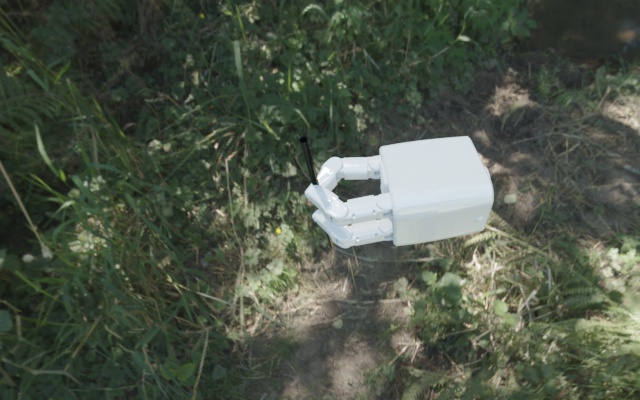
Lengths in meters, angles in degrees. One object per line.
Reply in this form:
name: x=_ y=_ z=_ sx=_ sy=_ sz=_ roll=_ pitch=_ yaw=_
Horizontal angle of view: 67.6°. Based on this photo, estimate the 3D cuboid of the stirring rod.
stirring rod: x=0.000 y=0.002 z=0.570 sx=0.011 sy=0.011 sz=0.240 roll=0 pitch=-31 yaw=9
